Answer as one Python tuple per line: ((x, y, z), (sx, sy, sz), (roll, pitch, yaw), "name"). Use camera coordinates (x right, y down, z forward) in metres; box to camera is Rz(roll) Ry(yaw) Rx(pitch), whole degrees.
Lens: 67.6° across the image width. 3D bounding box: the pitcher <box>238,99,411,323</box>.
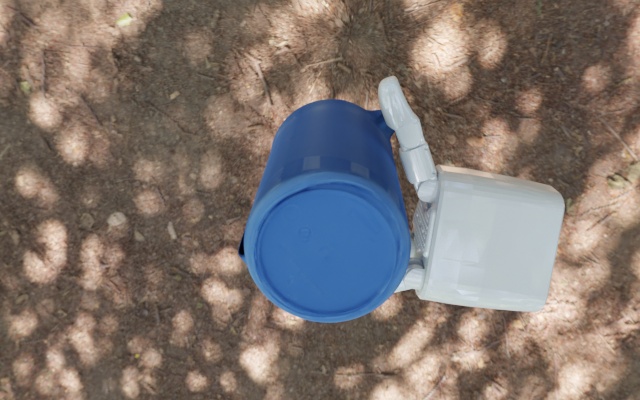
((0.000, 0.001, 0.413), (0.145, 0.149, 0.242), (8, 19, 0), "pitcher")
